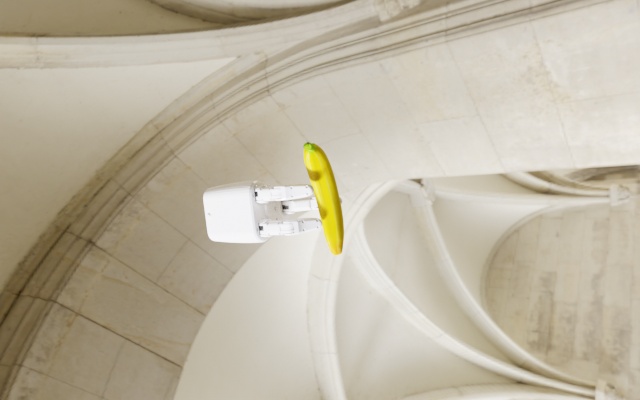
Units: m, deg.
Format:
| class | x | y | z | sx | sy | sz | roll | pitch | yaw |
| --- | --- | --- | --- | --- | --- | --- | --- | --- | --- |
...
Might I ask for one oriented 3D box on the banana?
| class | x | y | z | sx | sy | sz | roll | pitch | yaw |
| --- | --- | --- | --- | --- | --- | --- | --- | --- | --- |
| banana | 0.004 | -0.010 | 0.743 | 0.037 | 0.198 | 0.069 | -6 | 29 | 22 |
